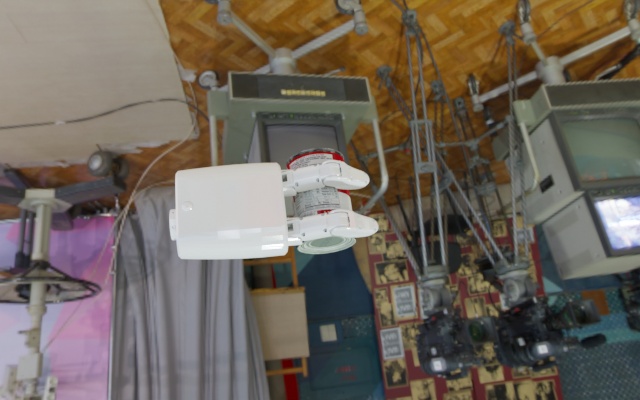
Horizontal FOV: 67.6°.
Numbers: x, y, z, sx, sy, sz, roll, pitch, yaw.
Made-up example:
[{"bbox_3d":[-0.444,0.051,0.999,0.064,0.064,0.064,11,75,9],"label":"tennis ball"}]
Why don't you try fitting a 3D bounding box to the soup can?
[{"bbox_3d":[0.001,0.002,0.535,0.068,0.102,0.068,-7,-22,-3],"label":"soup can"}]
